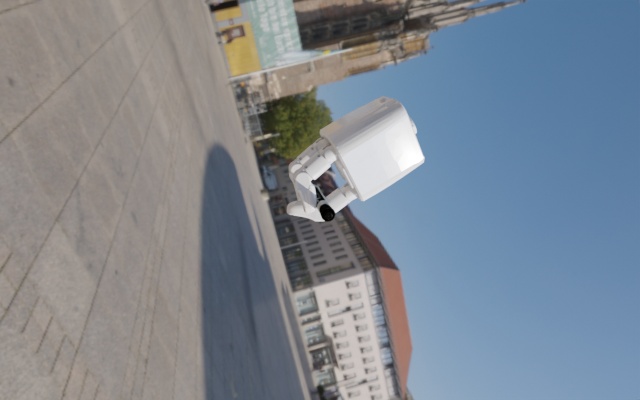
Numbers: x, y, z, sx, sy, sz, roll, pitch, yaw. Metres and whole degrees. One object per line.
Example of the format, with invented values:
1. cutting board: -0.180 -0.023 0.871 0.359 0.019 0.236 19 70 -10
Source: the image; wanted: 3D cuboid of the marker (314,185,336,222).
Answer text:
1. marker: 0.000 0.002 0.657 0.020 0.020 0.121 0 17 -11
